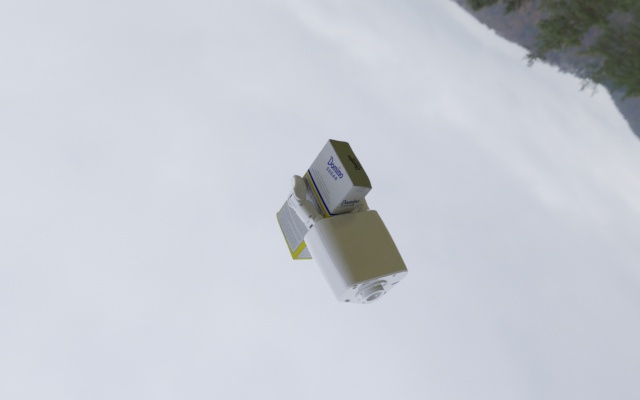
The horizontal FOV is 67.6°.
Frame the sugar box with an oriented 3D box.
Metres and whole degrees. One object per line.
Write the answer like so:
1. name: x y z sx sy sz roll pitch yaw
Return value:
1. sugar box: 0.001 0.003 0.722 0.048 0.093 0.176 6 -43 -40
